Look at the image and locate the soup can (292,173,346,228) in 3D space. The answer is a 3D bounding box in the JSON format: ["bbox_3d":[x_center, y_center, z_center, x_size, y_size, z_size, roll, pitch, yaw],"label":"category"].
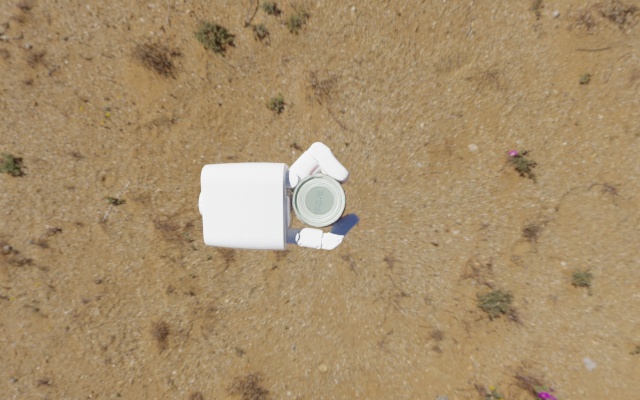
[{"bbox_3d":[0.001,0.002,0.630,0.068,0.068,0.102,0,-3,2],"label":"soup can"}]
